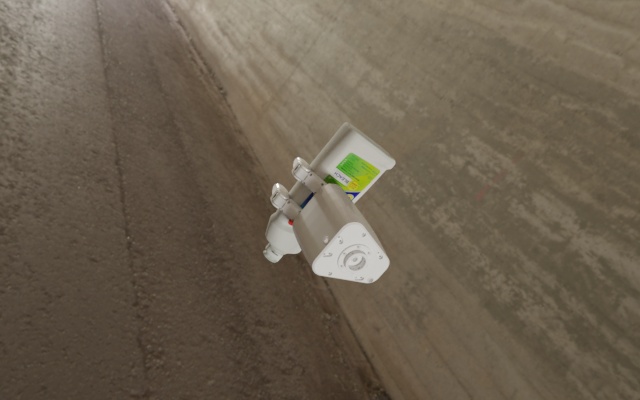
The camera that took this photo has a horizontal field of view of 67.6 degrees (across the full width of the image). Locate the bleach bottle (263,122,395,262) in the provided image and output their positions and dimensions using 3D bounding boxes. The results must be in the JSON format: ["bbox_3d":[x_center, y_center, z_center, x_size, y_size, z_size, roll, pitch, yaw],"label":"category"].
[{"bbox_3d":[0.000,0.002,0.763,0.102,0.251,0.068,31,16,-30],"label":"bleach bottle"}]
